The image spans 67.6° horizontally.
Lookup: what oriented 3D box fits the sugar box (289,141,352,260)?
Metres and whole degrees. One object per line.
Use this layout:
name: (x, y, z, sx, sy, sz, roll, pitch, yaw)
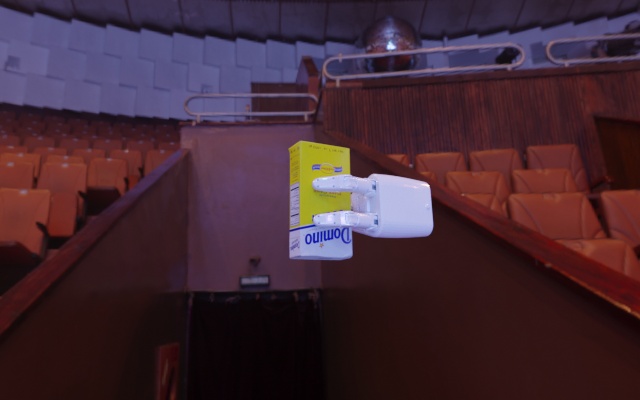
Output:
sugar box: (0.001, 0.002, 0.739, 0.093, 0.176, 0.048, 4, -15, -29)
